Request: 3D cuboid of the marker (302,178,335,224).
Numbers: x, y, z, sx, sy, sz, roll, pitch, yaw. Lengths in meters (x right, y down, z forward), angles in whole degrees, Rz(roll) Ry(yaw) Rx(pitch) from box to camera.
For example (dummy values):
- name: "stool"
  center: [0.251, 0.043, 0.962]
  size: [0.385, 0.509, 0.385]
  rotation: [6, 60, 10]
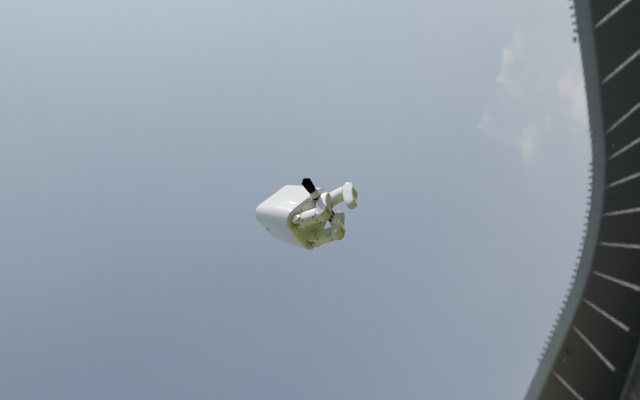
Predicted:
- name: "marker"
  center: [0.000, 0.003, 0.881]
  size: [0.020, 0.020, 0.121]
  rotation: [0, -41, 40]
